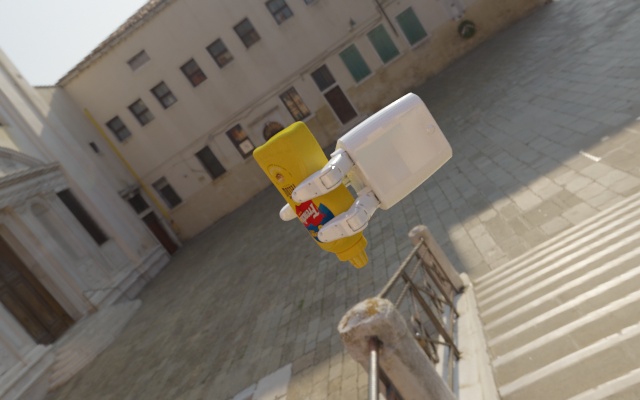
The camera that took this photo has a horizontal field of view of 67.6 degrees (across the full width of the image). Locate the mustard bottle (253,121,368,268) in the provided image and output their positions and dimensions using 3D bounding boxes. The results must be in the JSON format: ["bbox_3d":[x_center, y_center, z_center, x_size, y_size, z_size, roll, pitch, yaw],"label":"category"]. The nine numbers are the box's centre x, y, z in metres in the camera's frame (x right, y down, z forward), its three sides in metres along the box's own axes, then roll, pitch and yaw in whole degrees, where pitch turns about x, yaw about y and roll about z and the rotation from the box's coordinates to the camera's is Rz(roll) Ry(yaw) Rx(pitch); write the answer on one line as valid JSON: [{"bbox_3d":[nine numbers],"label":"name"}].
[{"bbox_3d":[0.000,0.002,0.578,0.058,0.192,0.096,-41,13,-30],"label":"mustard bottle"}]
